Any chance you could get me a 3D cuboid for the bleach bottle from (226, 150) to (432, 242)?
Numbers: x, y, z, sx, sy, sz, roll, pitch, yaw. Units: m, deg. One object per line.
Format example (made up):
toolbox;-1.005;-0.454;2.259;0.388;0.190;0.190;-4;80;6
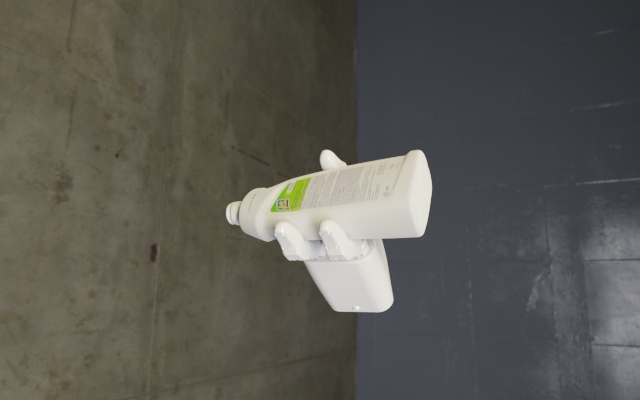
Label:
bleach bottle;0.000;0.002;0.577;0.251;0.068;0.102;-5;40;25
